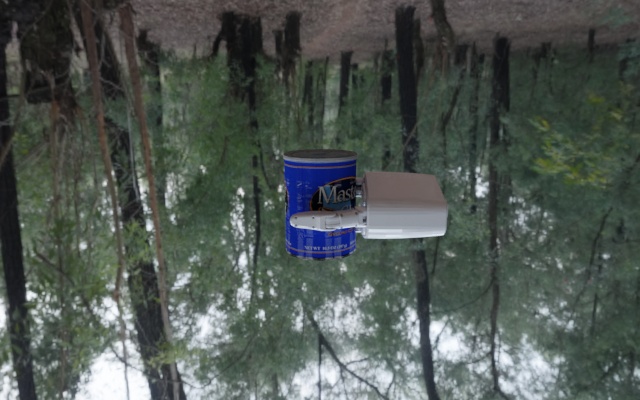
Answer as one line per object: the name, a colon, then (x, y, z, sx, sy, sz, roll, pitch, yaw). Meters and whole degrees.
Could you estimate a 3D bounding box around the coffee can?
coffee can: (0.000, 0.002, 0.678, 0.103, 0.140, 0.102, 0, 12, 0)
